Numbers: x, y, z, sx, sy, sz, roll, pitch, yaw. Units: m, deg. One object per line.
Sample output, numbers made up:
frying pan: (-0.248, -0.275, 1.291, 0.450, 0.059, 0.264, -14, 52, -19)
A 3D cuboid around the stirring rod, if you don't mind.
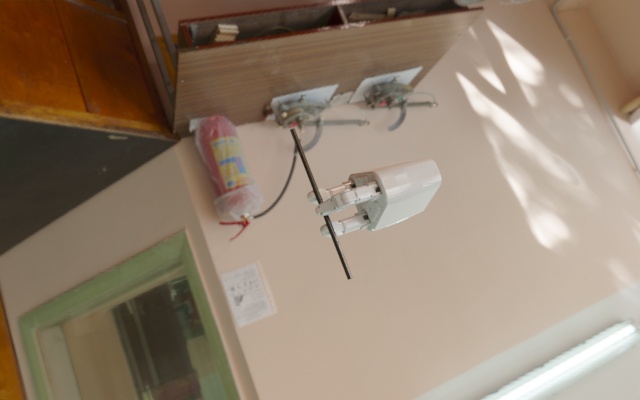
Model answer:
stirring rod: (0.000, 0.002, 0.706, 0.011, 0.239, 0.011, -21, -10, -4)
